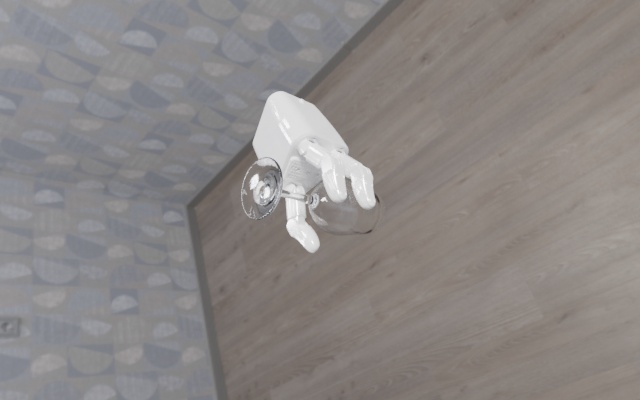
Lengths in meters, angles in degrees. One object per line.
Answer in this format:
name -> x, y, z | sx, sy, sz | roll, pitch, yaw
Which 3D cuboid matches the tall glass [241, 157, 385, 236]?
tall glass -> 0.000, 0.002, 0.620 | 0.079, 0.079, 0.201 | 0, -10, 45
